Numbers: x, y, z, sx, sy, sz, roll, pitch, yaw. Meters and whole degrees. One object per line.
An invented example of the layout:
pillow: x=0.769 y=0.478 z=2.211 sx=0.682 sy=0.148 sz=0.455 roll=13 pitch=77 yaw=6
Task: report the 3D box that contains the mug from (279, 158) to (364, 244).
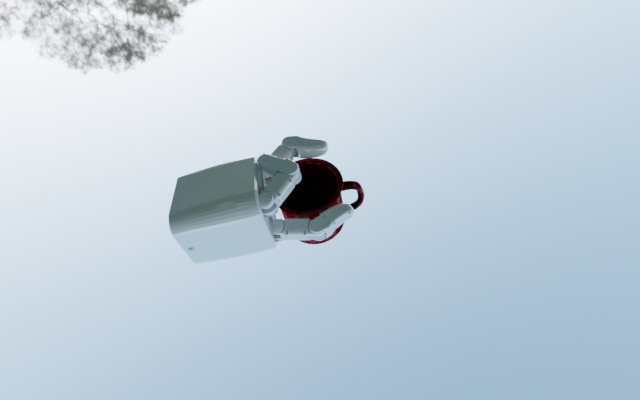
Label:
mug: x=0.002 y=0.002 z=0.634 sx=0.117 sy=0.093 sz=0.082 roll=-13 pitch=-39 yaw=1
